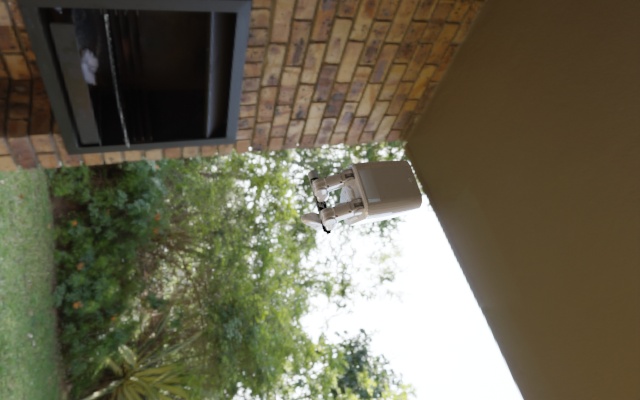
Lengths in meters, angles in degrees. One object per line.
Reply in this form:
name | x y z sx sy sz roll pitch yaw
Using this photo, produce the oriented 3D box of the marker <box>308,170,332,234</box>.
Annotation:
marker | 0.000 0.003 0.845 0.020 0.121 0.020 -13 -23 -6
